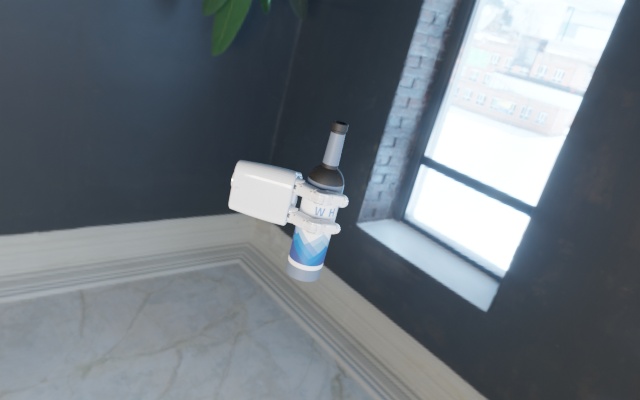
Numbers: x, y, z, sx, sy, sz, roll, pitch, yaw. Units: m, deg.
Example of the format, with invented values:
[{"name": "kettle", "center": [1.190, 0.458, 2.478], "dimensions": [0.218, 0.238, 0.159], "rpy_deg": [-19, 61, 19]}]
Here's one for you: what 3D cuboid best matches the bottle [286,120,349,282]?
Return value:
[{"name": "bottle", "center": [0.000, 0.003, 0.855], "dimensions": [0.069, 0.296, 0.069], "rpy_deg": [13, 21, -5]}]
